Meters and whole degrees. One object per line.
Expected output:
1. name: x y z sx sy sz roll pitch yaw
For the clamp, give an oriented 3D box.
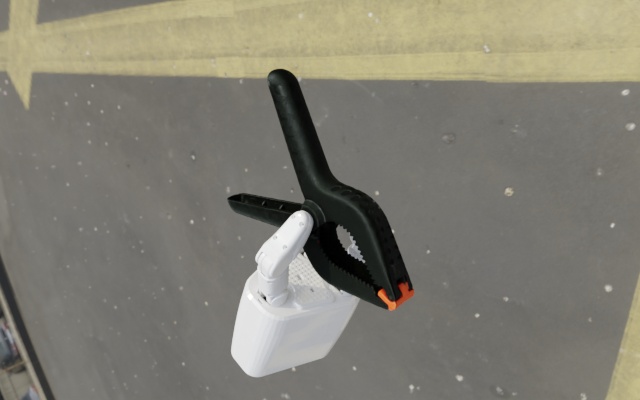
1. clamp: 0.000 0.002 0.404 0.036 0.165 0.210 -24 55 -41
